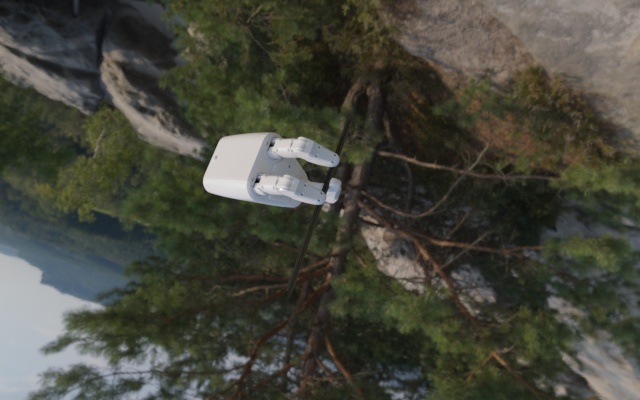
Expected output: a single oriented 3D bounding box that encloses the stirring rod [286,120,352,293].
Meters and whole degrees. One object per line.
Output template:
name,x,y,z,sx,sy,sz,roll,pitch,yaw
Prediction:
stirring rod,0.000,0.002,0.612,0.011,0.239,0.011,18,-16,5
